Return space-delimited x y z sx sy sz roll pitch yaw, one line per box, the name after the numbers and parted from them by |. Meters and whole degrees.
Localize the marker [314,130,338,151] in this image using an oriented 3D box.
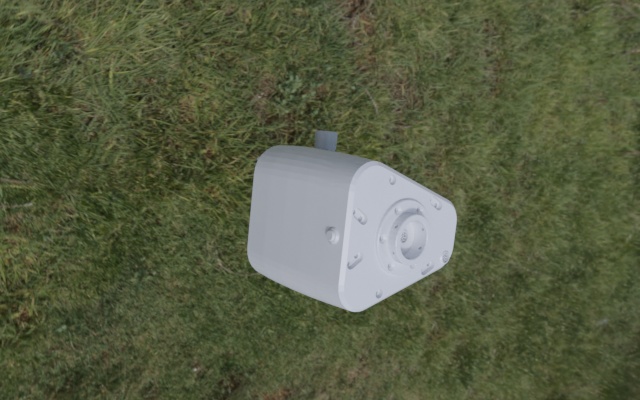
0.000 0.001 0.410 0.020 0.121 0.020 5 6 -1 | marker
